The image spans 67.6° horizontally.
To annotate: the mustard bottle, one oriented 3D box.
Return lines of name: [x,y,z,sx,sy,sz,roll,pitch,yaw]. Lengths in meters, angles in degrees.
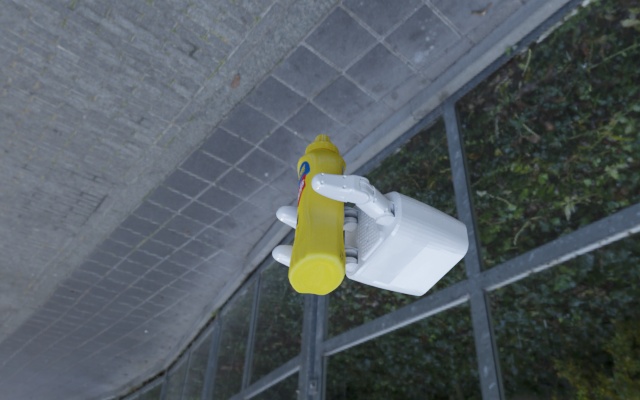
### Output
mustard bottle: [0.000,0.002,0.543,0.058,0.191,0.096,6,-34,-4]
